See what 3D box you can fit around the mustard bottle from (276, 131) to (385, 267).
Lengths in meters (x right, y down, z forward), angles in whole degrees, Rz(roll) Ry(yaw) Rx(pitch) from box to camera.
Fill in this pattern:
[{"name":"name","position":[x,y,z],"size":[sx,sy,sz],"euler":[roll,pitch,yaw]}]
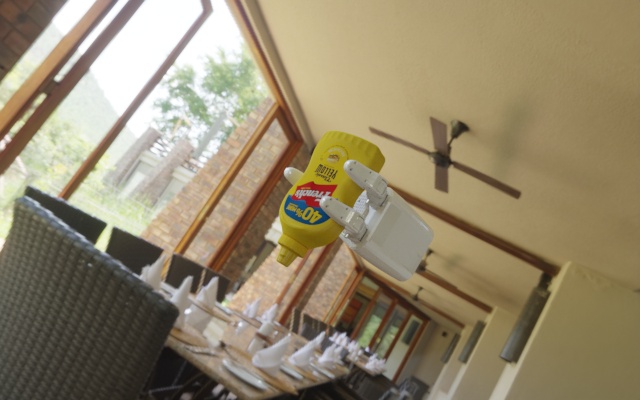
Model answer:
[{"name":"mustard bottle","position":[0.000,0.002,0.629],"size":[0.096,0.191,0.058],"euler":[24,-14,35]}]
